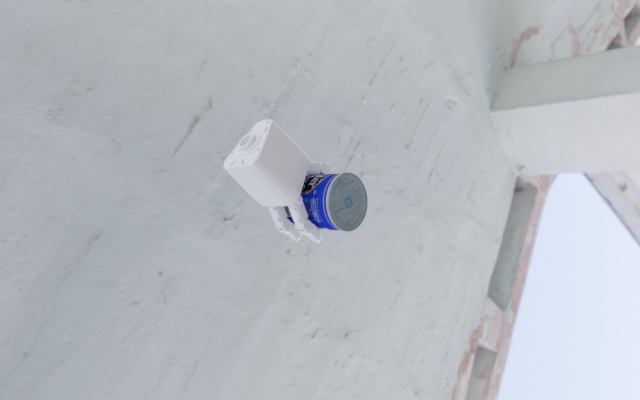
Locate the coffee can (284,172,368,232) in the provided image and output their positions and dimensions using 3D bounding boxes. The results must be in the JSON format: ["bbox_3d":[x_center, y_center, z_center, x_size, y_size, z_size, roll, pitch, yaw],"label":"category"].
[{"bbox_3d":[0.000,0.003,0.872,0.140,0.103,0.103,0,0,45],"label":"coffee can"}]
